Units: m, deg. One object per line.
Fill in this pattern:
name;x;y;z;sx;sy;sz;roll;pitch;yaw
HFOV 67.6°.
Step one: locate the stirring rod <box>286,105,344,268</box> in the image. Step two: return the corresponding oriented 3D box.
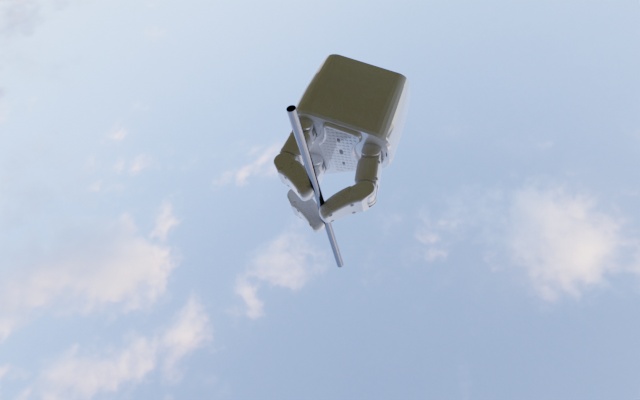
stirring rod;0.000;0.001;0.465;0.011;0.011;0.240;0;-37;14
